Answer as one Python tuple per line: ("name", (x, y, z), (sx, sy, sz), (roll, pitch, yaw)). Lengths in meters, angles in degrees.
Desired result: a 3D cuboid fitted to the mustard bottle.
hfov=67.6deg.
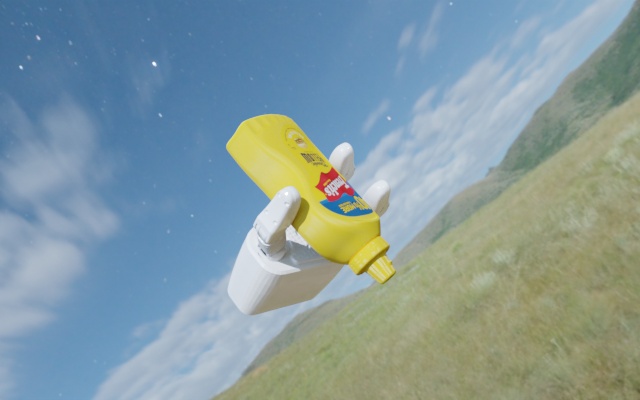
("mustard bottle", (0.000, 0.001, 0.452), (0.058, 0.191, 0.096), (-49, -18, 23))
